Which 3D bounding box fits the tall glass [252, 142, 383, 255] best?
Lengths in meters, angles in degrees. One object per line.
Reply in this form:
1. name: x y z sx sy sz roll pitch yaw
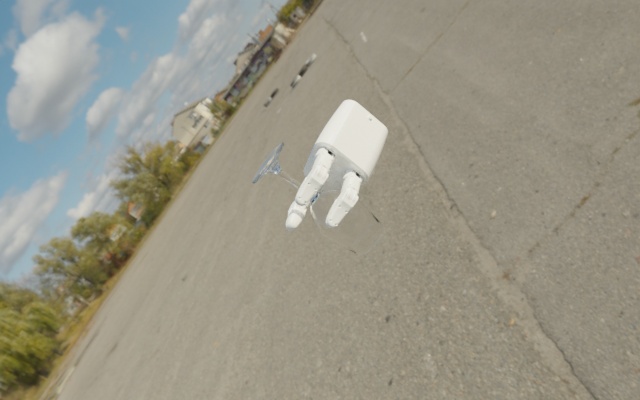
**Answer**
1. tall glass: -0.001 0.002 0.719 0.201 0.079 0.079 37 -11 -15
